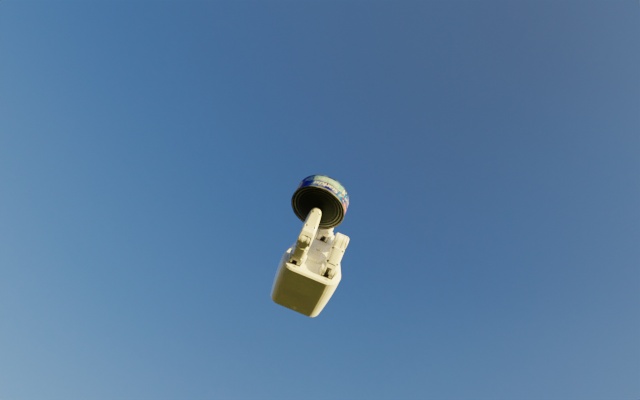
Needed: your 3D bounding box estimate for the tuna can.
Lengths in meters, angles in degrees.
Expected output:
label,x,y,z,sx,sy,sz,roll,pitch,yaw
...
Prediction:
label,x,y,z,sx,sy,sz,roll,pitch,yaw
tuna can,0.000,0.002,0.741,0.086,0.086,0.033,0,38,23
